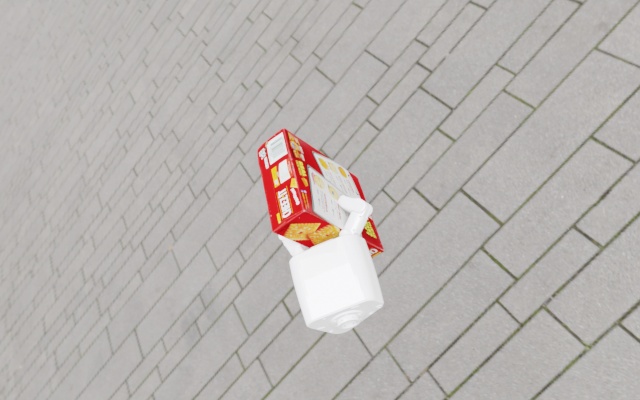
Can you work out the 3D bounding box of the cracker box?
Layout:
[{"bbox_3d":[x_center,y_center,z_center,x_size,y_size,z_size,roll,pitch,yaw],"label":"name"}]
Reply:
[{"bbox_3d":[0.000,0.002,0.779,0.072,0.164,0.214,-33,-38,24],"label":"cracker box"}]
